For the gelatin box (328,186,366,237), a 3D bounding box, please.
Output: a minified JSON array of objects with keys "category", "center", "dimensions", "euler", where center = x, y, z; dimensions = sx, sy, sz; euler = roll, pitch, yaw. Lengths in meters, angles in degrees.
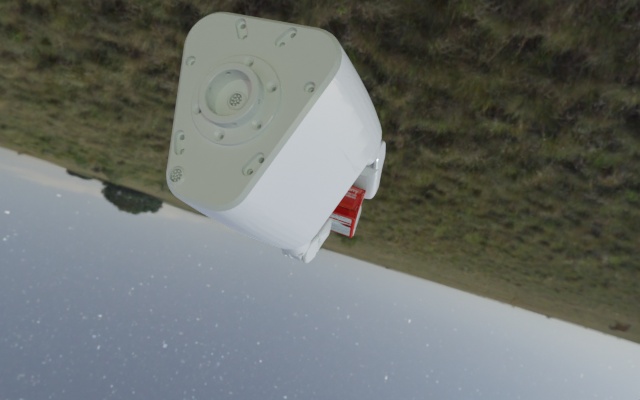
[{"category":"gelatin box","center":[0.000,0.002,0.428],"dimensions":[0.073,0.030,0.089],"euler":[19,-13,7]}]
